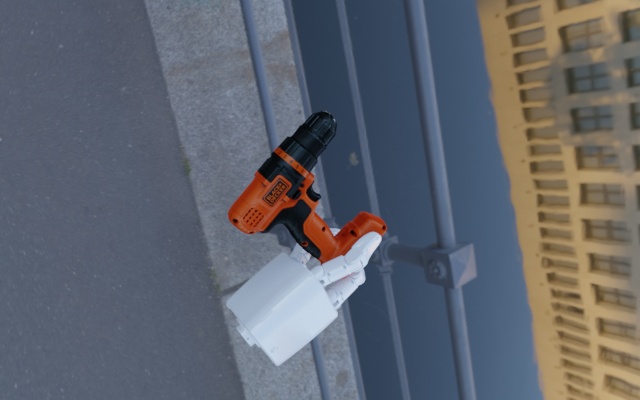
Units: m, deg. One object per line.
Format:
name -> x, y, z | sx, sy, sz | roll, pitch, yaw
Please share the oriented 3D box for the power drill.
power drill -> 0.000, 0.003, 0.629 | 0.188, 0.184, 0.057 | 41, 1, -25
